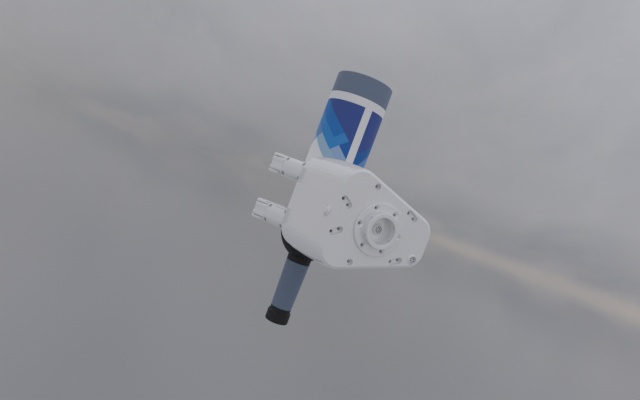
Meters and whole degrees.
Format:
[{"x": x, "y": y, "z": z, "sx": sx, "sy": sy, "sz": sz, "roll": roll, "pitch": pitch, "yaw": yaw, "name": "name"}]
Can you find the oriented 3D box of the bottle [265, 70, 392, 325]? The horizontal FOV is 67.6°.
[{"x": 0.000, "y": 0.002, "z": 0.552, "sx": 0.069, "sy": 0.295, "sz": 0.069, "roll": 21, "pitch": 1, "yaw": 0, "name": "bottle"}]
